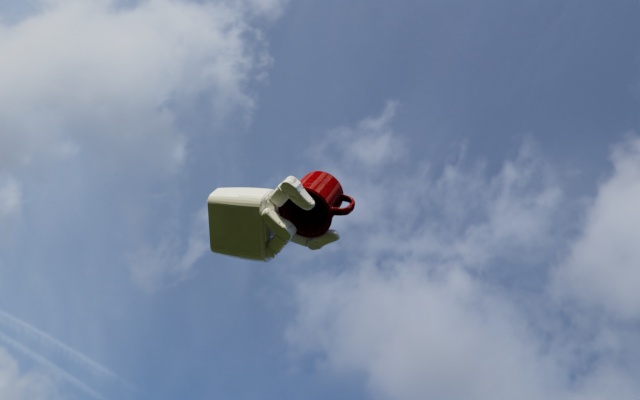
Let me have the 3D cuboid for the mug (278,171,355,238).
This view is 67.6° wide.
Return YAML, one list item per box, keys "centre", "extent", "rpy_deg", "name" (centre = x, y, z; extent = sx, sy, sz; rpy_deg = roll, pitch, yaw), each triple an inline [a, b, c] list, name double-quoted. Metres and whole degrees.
- centre: [0.002, 0.003, 0.788]
  extent: [0.117, 0.093, 0.081]
  rpy_deg: [4, 28, 22]
  name: "mug"
